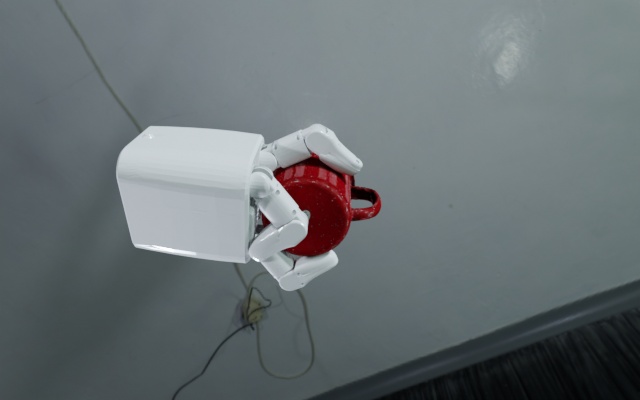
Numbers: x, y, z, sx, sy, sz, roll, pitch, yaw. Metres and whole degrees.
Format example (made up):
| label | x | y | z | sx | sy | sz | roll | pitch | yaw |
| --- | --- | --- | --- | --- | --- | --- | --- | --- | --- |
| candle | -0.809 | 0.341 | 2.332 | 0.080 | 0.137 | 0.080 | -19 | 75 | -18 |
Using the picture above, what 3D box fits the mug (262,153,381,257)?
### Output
| label | x | y | z | sx | sy | sz | roll | pitch | yaw |
| --- | --- | --- | --- | --- | --- | --- | --- | --- | --- |
| mug | 0.002 | 0.002 | 0.460 | 0.117 | 0.093 | 0.081 | 6 | 26 | -1 |
